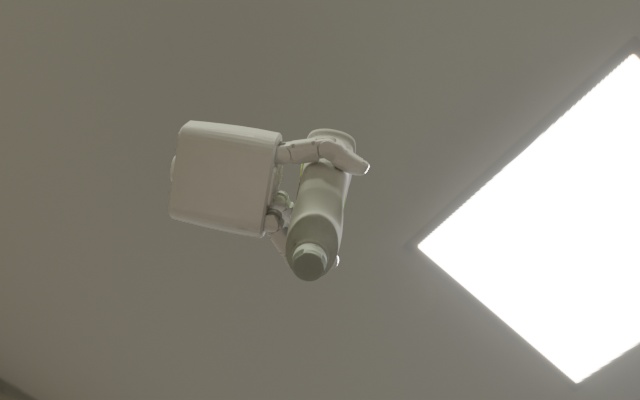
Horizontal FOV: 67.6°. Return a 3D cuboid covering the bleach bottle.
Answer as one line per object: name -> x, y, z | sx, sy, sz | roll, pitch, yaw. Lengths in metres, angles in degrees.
bleach bottle -> 0.000, 0.002, 0.527 | 0.068, 0.103, 0.250 | 9, 24, 1
